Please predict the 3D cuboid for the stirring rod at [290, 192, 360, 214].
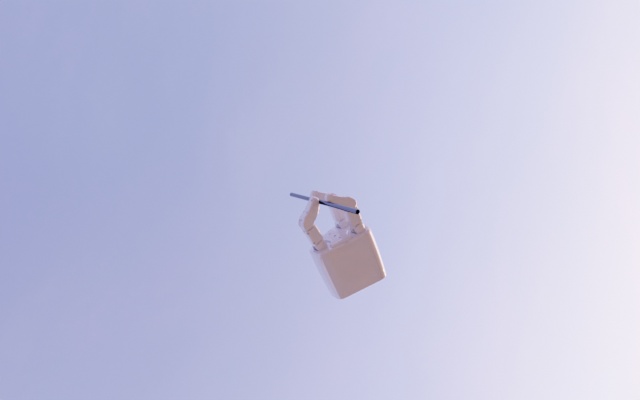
[{"bbox_3d":[0.000,0.003,0.843,0.011,0.011,0.239,0,7,-29],"label":"stirring rod"}]
